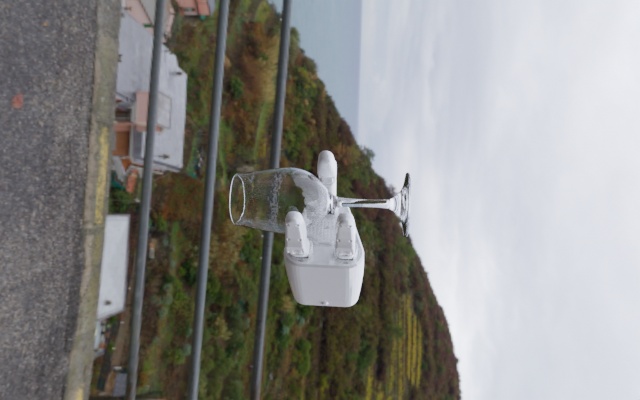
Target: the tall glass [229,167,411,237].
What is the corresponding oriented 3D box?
[{"bbox_3d":[0.001,0.002,0.554,0.201,0.079,0.079,2,0,4],"label":"tall glass"}]
